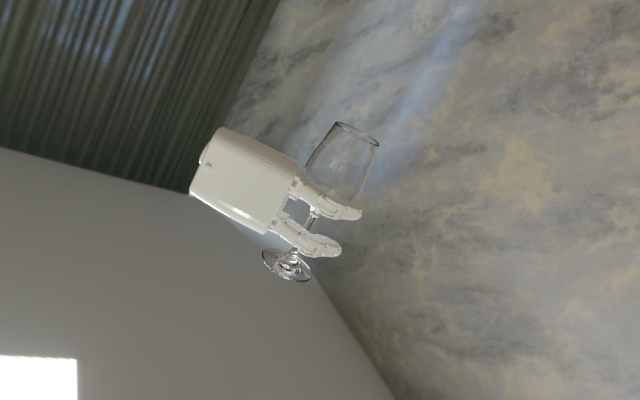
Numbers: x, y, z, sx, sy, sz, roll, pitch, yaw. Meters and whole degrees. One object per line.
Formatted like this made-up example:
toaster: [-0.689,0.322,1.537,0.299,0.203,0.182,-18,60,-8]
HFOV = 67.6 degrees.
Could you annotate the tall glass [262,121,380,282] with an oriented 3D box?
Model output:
tall glass: [0.000,0.003,0.609,0.079,0.201,0.079,26,16,-8]
